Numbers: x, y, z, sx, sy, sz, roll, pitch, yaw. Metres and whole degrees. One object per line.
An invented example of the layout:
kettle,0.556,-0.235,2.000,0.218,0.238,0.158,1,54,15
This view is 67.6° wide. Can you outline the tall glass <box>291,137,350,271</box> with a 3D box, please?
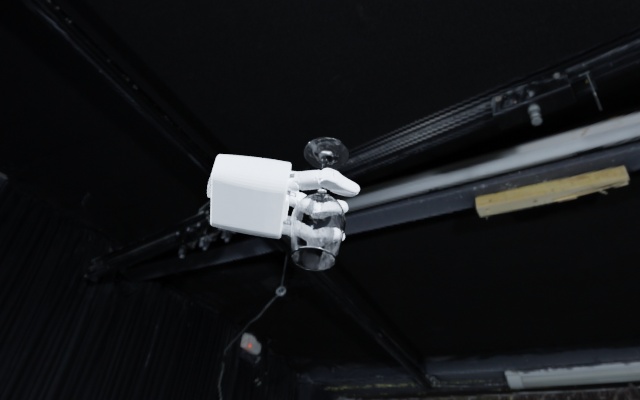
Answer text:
tall glass,0.000,0.002,0.703,0.079,0.200,0.079,4,-38,3
